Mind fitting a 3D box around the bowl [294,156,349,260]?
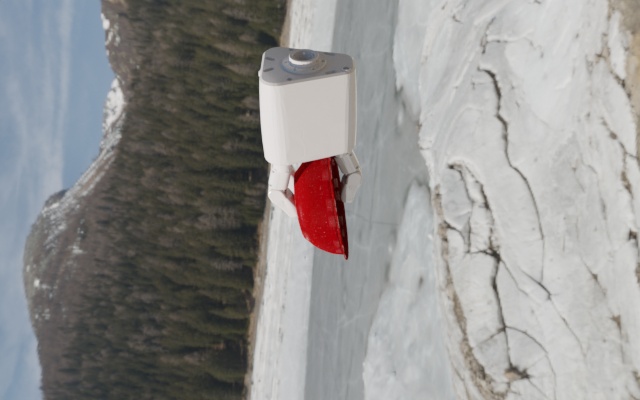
[{"bbox_3d":[0.000,0.003,0.639,0.055,0.162,0.162,-9,-1,6],"label":"bowl"}]
